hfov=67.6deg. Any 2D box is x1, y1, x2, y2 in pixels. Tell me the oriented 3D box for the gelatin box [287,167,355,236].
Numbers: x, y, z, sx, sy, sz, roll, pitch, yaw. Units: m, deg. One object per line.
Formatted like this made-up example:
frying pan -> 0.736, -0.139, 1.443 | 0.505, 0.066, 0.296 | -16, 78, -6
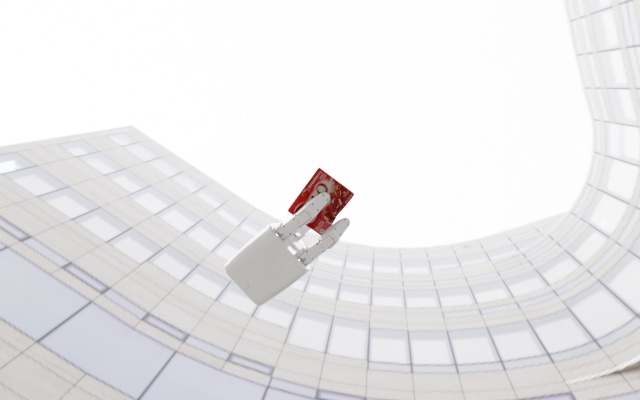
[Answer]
gelatin box -> 0.000, 0.002, 0.772 | 0.073, 0.089, 0.030 | 37, 5, -5
